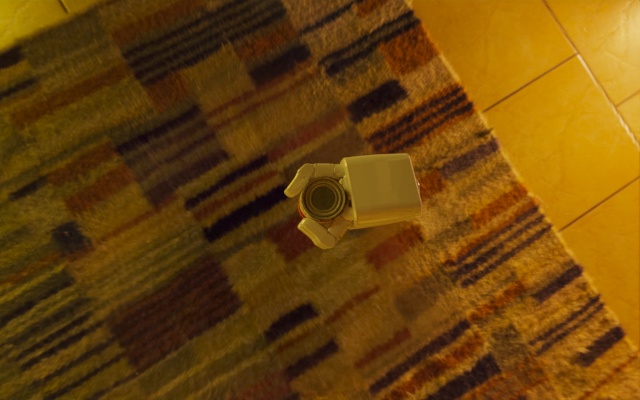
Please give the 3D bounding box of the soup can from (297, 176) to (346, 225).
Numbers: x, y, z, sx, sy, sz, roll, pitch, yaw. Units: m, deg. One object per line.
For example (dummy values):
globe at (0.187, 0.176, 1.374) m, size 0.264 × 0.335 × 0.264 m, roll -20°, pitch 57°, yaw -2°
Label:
soup can at (0.000, 0.002, 0.744) m, size 0.068 × 0.068 × 0.102 m, roll 0°, pitch -6°, yaw -6°
